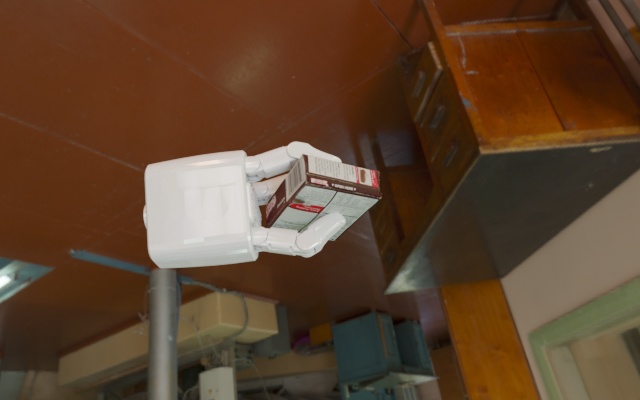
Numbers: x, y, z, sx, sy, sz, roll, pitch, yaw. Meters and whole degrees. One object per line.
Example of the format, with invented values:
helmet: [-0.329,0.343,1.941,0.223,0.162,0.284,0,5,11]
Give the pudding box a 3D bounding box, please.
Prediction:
pudding box: [0.000,0.002,0.522,0.090,0.039,0.113,10,-31,-24]
